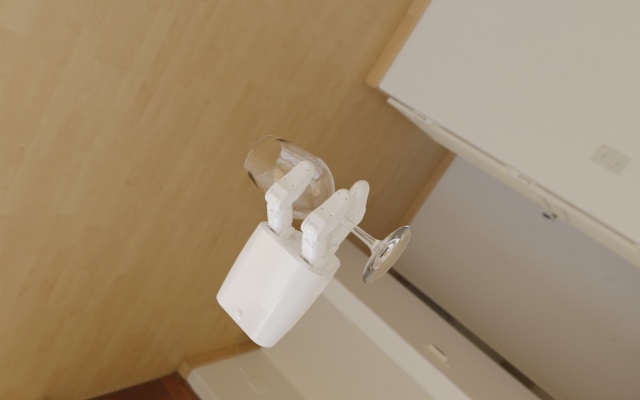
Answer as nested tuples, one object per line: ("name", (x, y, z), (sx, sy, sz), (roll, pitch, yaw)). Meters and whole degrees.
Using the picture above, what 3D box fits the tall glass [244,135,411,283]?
("tall glass", (0.001, 0.002, 0.538), (0.201, 0.079, 0.079), (39, 20, 27))
